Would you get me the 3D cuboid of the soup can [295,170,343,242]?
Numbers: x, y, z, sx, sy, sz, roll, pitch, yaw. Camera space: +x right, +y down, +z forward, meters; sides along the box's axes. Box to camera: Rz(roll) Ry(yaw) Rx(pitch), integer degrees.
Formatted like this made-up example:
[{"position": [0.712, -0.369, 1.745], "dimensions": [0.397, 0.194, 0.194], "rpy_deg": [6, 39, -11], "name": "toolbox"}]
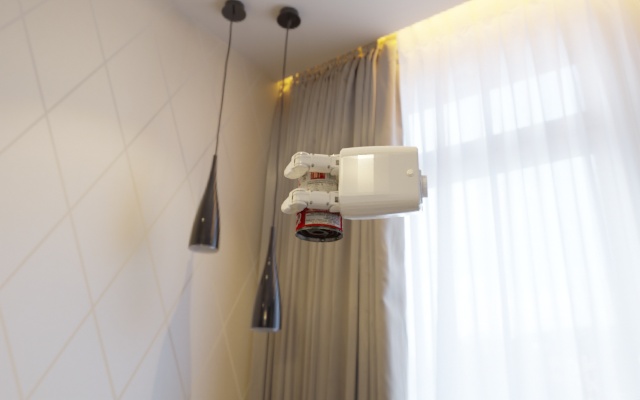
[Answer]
[{"position": [0.000, 0.002, 0.687], "dimensions": [0.068, 0.102, 0.068], "rpy_deg": [2, -21, 1], "name": "soup can"}]
